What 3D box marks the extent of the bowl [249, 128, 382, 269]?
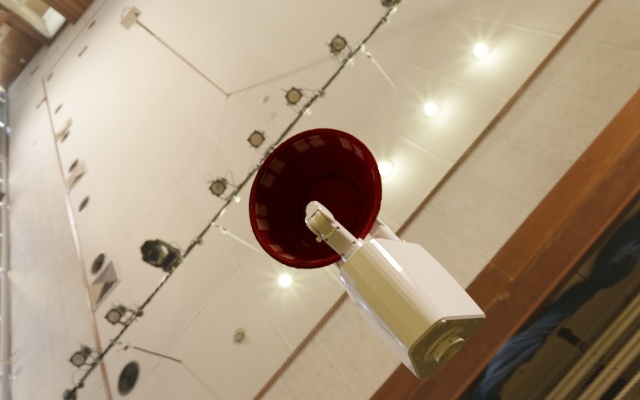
[{"bbox_3d":[0.000,0.001,0.547,0.162,0.162,0.055,0,-15,24],"label":"bowl"}]
